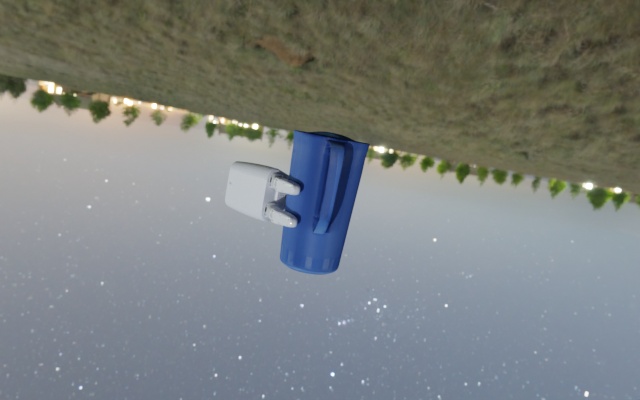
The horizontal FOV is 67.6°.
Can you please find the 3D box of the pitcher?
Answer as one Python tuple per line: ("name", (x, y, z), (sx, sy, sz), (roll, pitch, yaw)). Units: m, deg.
("pitcher", (0.000, 0.003, 0.832), (0.145, 0.243, 0.149), (16, 10, 36))
